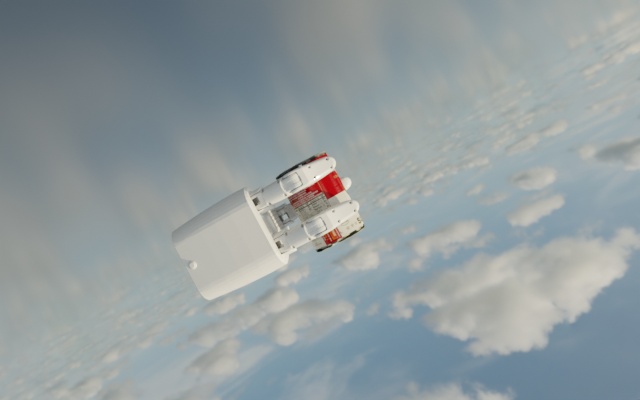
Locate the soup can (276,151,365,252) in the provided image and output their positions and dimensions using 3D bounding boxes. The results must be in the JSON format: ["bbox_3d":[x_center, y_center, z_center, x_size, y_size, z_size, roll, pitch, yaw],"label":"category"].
[{"bbox_3d":[0.001,0.002,0.569,0.068,0.102,0.068,-28,0,0],"label":"soup can"}]
